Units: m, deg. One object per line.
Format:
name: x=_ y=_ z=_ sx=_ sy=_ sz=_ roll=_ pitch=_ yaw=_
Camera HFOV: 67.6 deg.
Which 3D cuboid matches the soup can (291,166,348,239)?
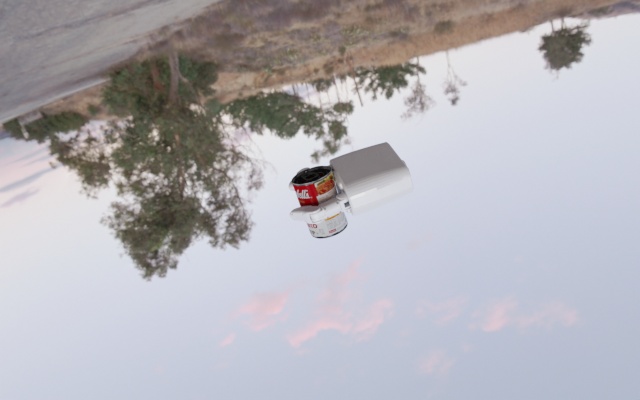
soup can: x=0.000 y=0.003 z=0.784 sx=0.068 sy=0.102 sz=0.068 roll=-16 pitch=23 yaw=7
